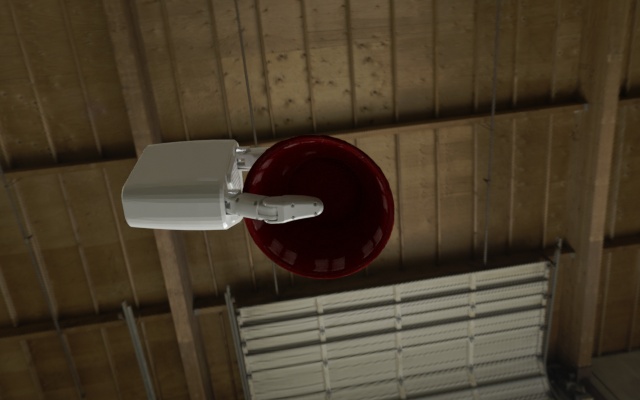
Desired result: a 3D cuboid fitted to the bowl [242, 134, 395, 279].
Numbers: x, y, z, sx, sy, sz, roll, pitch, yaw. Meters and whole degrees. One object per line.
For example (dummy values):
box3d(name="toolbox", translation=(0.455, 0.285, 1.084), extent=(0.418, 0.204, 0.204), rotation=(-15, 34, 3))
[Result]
box3d(name="bowl", translation=(0.001, 0.002, 0.518), extent=(0.162, 0.162, 0.055), rotation=(0, 21, 11))
